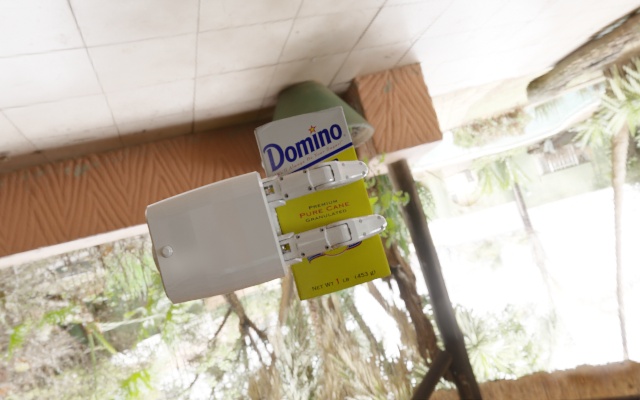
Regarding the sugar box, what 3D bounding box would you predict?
[{"bbox_3d":[0.000,0.002,0.477,0.093,0.176,0.048,-16,-5,-6],"label":"sugar box"}]
